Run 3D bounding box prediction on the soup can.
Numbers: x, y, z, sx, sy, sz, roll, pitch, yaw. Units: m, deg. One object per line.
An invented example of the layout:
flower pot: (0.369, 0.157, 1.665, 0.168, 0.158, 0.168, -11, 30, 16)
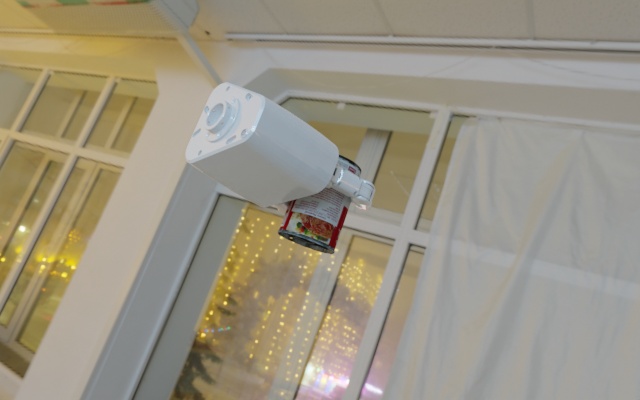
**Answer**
soup can: (0.001, 0.002, 0.548, 0.068, 0.102, 0.068, 19, -13, 4)
